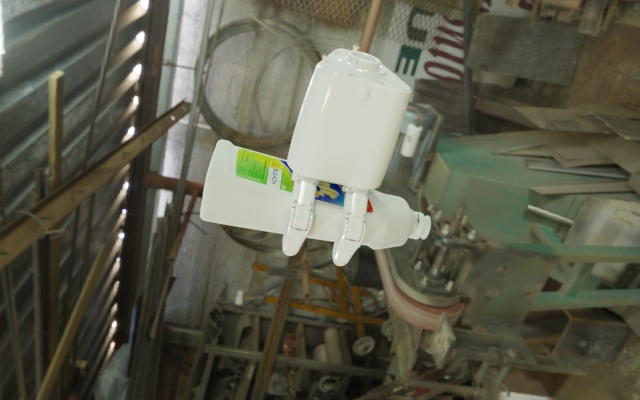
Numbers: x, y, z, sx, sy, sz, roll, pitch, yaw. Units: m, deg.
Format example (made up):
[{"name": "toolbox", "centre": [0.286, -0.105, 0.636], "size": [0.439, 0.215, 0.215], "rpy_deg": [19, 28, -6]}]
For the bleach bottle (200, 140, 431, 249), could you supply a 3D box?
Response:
[{"name": "bleach bottle", "centre": [0.000, 0.002, 0.537], "size": [0.251, 0.068, 0.102], "rpy_deg": [12, 31, -10]}]
